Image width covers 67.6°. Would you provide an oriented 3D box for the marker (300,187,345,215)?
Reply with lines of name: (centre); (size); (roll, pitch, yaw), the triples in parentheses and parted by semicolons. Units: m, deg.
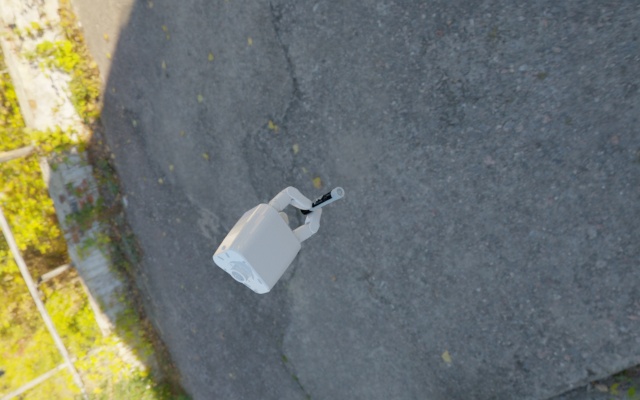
marker: (0.000, 0.003, 0.859); (0.020, 0.020, 0.121); (0, -17, -36)
